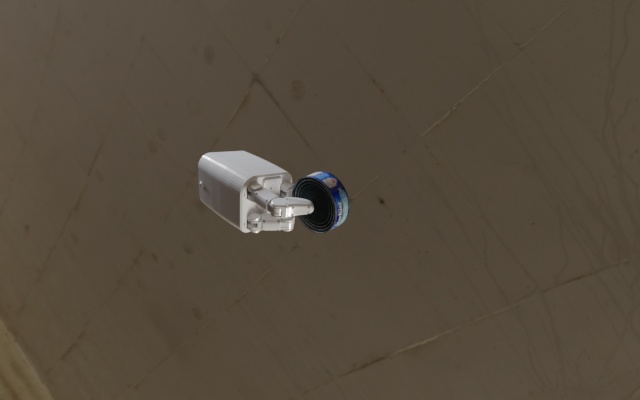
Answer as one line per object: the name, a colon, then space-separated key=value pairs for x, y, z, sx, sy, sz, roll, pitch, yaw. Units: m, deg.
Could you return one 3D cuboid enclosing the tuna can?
tuna can: x=0.001 y=0.002 z=0.688 sx=0.086 sy=0.086 sz=0.033 roll=0 pitch=18 yaw=45
